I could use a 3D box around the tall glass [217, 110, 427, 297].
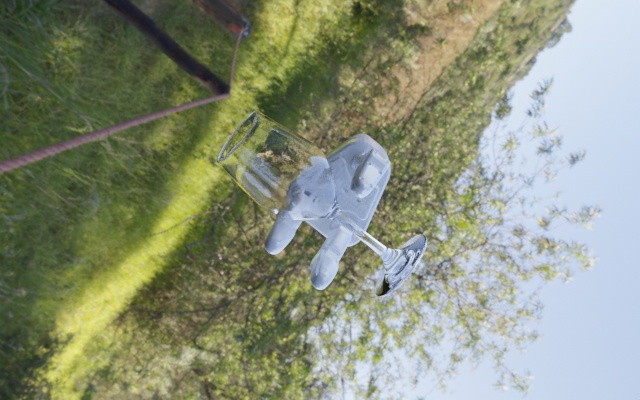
[{"bbox_3d":[0.001,0.002,0.453,0.201,0.079,0.079,38,-4,-5],"label":"tall glass"}]
